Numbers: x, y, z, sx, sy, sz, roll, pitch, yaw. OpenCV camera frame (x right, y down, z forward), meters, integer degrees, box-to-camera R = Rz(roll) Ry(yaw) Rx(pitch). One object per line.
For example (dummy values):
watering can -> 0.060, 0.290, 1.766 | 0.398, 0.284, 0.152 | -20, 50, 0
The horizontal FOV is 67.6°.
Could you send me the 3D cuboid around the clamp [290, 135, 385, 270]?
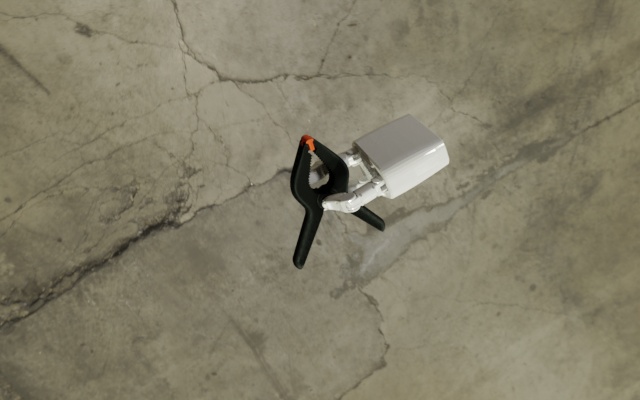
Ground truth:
clamp -> 0.000, 0.002, 0.738 | 0.164, 0.210, 0.036 | -30, 29, -9
